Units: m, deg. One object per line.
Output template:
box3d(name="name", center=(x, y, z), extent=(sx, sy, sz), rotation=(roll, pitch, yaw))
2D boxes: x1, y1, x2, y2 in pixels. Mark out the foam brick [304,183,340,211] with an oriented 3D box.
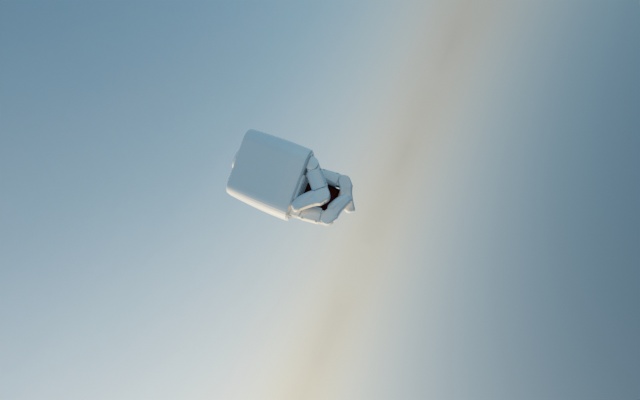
box3d(name="foam brick", center=(0.000, 0.003, 0.784), extent=(0.051, 0.053, 0.078), rotation=(21, -9, 7))
